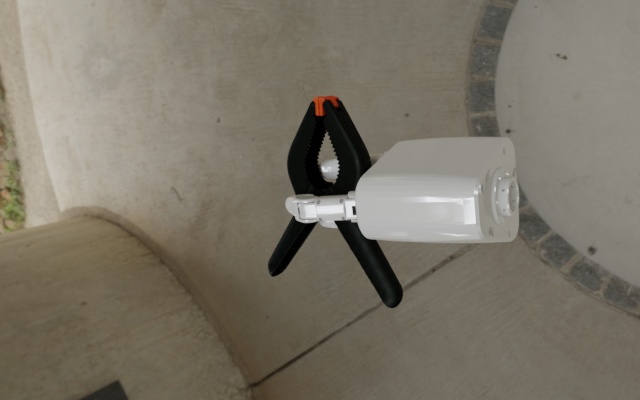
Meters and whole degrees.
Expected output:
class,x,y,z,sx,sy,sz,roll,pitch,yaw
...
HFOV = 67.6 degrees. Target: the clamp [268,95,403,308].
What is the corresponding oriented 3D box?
class,x,y,z,sx,sy,sz,roll,pitch,yaw
clamp,0.000,0.001,0.491,0.164,0.210,0.036,-1,11,35
